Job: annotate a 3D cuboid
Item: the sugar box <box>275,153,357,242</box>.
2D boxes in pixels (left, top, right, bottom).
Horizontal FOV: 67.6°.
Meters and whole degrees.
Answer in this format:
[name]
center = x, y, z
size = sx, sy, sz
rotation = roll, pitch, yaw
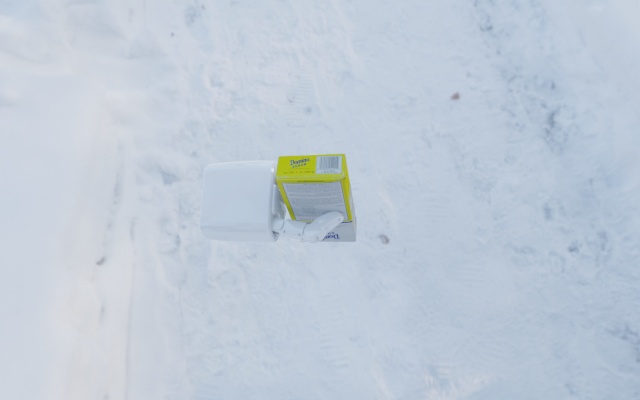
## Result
[sugar box]
center = 0.000, 0.002, 0.692
size = 0.093, 0.048, 0.176
rotation = 0, -30, 9
